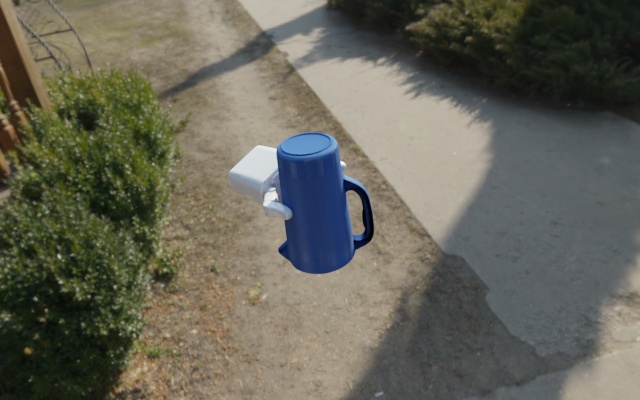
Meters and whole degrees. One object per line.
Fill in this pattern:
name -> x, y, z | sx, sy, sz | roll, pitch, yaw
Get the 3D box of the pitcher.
pitcher -> 0.000, 0.003, 0.879 | 0.145, 0.243, 0.149 | 21, 42, 38
